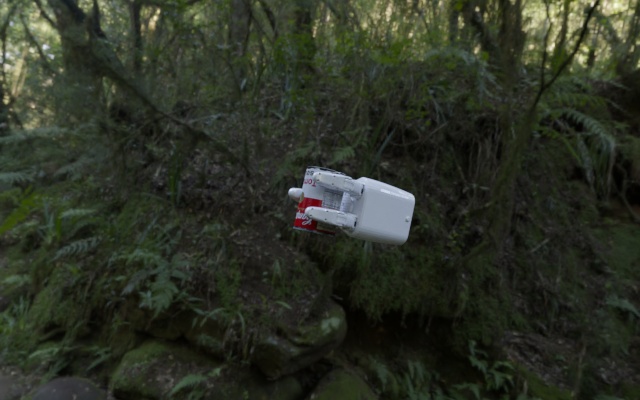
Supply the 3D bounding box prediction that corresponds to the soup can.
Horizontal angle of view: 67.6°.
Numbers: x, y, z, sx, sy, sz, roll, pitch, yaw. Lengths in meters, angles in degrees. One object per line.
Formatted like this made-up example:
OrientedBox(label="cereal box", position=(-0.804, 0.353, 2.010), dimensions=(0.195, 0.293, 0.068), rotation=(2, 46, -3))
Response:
OrientedBox(label="soup can", position=(0.000, 0.002, 0.768), dimensions=(0.068, 0.102, 0.068), rotation=(12, -4, 1))
